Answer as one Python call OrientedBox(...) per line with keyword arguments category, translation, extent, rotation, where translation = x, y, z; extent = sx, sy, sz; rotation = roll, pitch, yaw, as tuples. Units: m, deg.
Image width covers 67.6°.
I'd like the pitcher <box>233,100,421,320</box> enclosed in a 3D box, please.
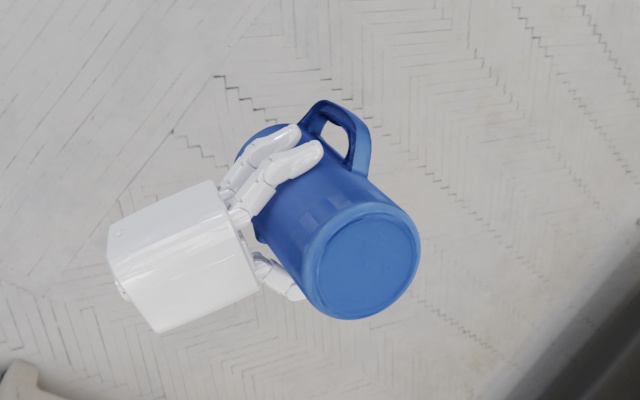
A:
OrientedBox(category="pitcher", translation=(0.000, 0.002, 0.482), extent=(0.145, 0.149, 0.242), rotation=(-24, 27, -12))
